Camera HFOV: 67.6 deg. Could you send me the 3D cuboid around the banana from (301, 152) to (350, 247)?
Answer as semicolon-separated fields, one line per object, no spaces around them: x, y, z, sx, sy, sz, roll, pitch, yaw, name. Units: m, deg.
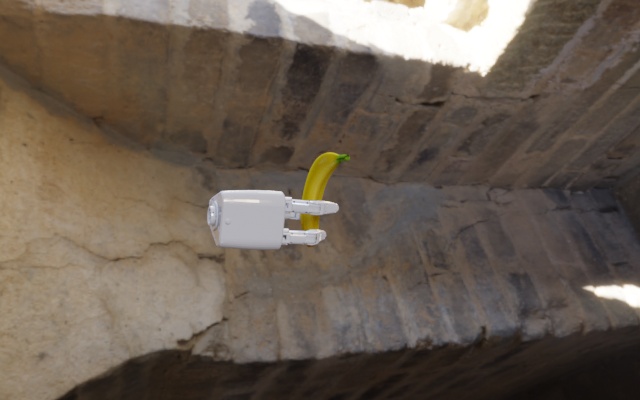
-0.006;-0.010;0.861;0.037;0.198;0.069;3;32;-28;banana
